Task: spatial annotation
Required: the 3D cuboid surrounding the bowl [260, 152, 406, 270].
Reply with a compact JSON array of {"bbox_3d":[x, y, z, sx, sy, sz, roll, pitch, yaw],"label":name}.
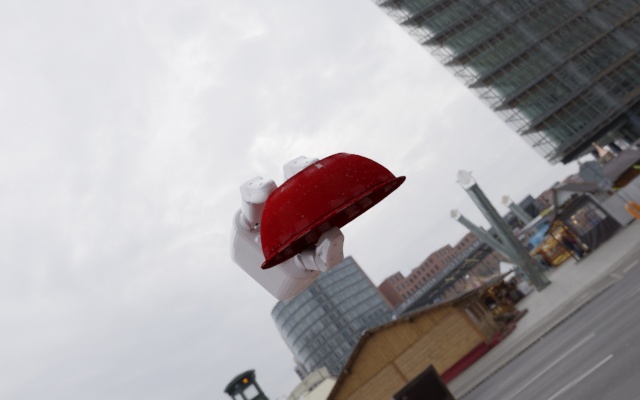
[{"bbox_3d":[0.001,0.001,0.458,0.162,0.055,0.162,-31,-8,-5],"label":"bowl"}]
